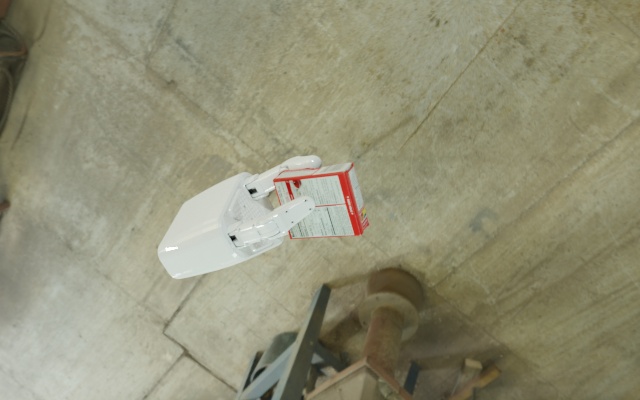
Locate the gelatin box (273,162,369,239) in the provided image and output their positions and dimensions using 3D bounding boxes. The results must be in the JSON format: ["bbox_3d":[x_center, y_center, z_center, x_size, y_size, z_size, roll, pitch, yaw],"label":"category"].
[{"bbox_3d":[0.000,0.002,0.509,0.089,0.073,0.030,-5,23,28],"label":"gelatin box"}]
